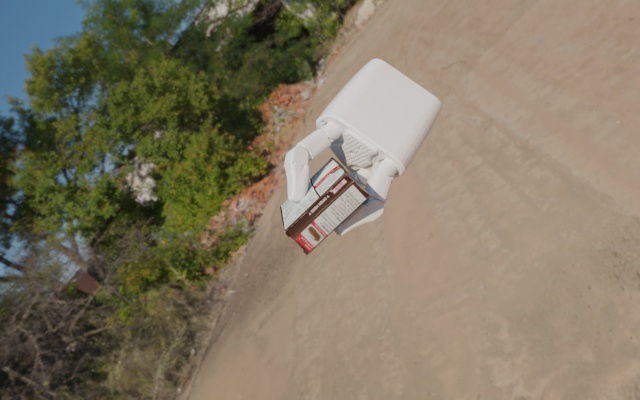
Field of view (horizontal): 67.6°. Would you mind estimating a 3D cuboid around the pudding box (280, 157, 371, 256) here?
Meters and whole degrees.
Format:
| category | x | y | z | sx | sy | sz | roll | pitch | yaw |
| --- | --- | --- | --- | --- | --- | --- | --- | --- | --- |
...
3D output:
| category | x | y | z | sx | sy | sz | roll | pitch | yaw |
| --- | --- | --- | --- | --- | --- | --- | --- | --- | --- |
| pudding box | 0.000 | 0.002 | 0.525 | 0.039 | 0.090 | 0.113 | 45 | 5 | -13 |
